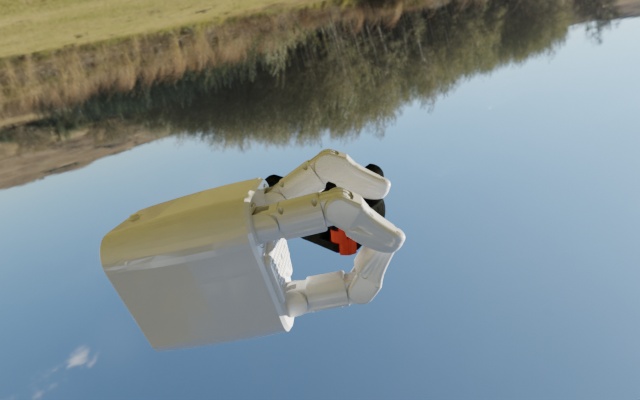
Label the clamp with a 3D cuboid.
[{"bbox_3d":[0.000,0.002,0.413,0.120,0.039,0.171,-10,15,6],"label":"clamp"}]
